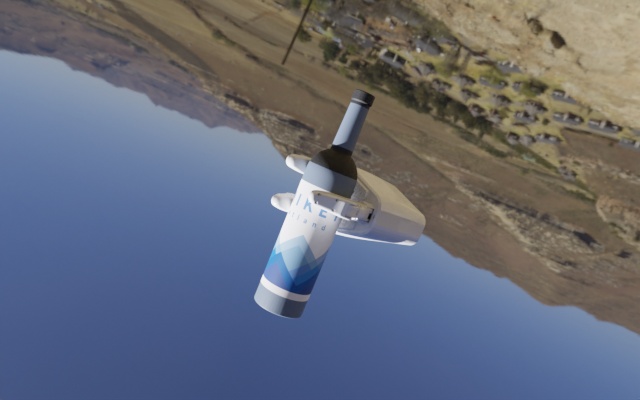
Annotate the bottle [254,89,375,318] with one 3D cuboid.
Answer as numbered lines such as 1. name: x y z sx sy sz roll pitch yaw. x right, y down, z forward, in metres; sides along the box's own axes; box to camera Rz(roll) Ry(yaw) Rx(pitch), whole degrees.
1. bottle: 0.000 0.002 0.608 0.069 0.296 0.069 22 6 -2
